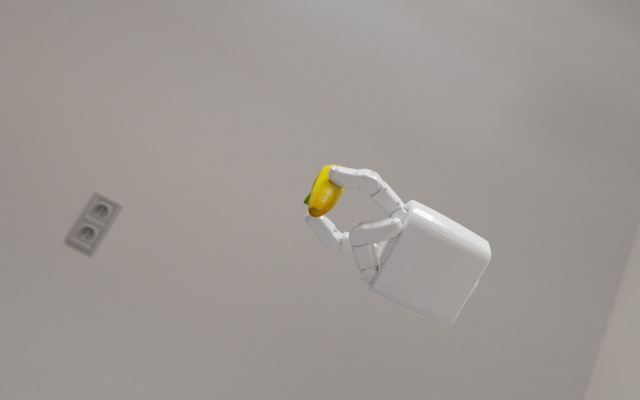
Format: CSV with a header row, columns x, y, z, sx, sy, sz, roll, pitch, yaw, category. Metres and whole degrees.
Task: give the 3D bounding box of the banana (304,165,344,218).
x,y,z,sx,sy,sz,roll,pitch,yaw,category
0.008,-0.015,0.610,0.037,0.069,0.198,27,1,-3,banana
